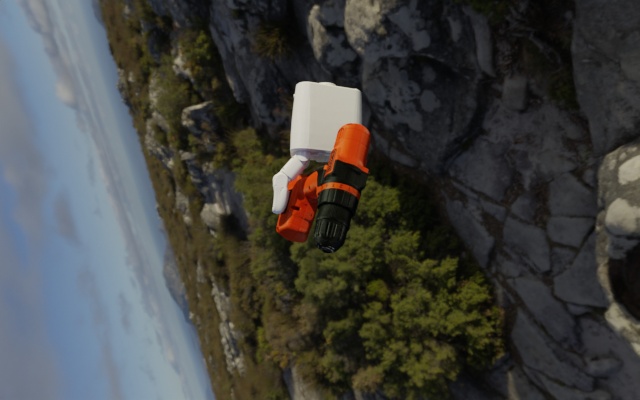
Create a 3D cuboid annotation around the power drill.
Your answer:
[{"bbox_3d":[0.000,0.002,0.675,0.057,0.184,0.188,26,-27,-18],"label":"power drill"}]
